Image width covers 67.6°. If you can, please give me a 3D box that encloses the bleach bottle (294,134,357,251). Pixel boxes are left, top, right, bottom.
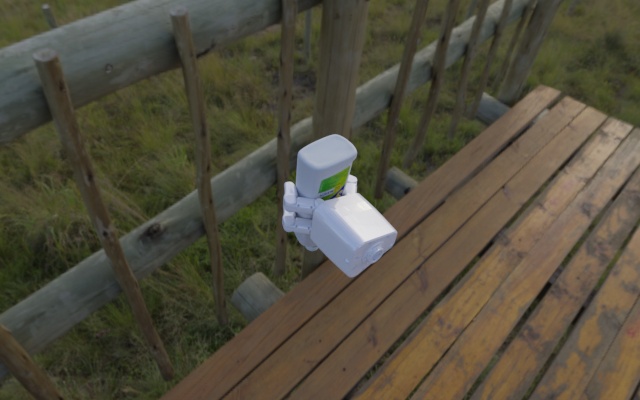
[{"bbox_3d":[0.000,0.003,0.885,0.102,0.251,0.068,-27,56,-28],"label":"bleach bottle"}]
